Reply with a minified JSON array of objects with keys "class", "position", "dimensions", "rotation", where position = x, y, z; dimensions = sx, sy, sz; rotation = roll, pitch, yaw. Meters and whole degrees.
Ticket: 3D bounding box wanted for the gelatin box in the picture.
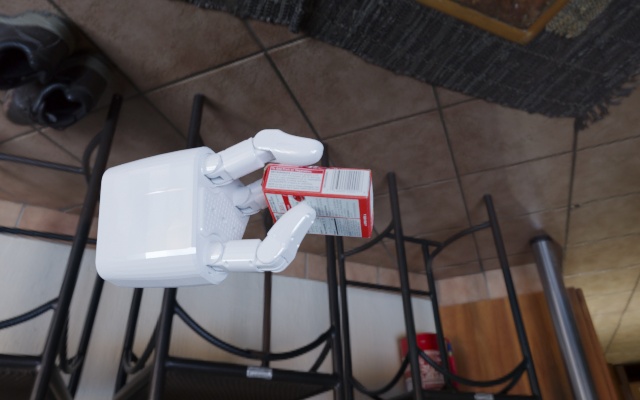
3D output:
[{"class":"gelatin box","position":[0.000,0.002,0.412],"dimensions":[0.089,0.030,0.073],"rotation":[4,-30,10]}]
